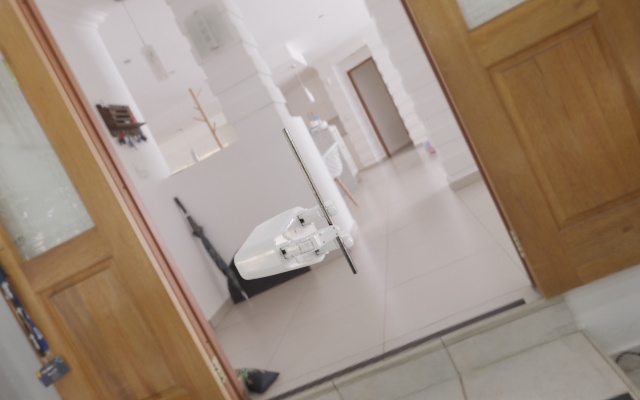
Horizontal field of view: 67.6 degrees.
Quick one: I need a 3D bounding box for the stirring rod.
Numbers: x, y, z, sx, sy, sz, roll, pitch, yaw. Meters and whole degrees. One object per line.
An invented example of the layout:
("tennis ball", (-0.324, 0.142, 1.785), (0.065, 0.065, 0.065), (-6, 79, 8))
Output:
("stirring rod", (0.000, 0.002, 0.708), (0.011, 0.239, 0.011), (-26, 5, 3))
